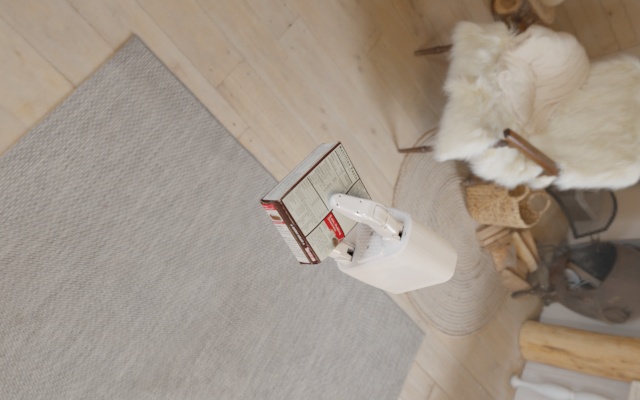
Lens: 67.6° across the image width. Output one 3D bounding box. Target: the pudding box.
[{"bbox_3d":[0.000,0.002,0.526,0.039,0.090,0.113,-5,33,48],"label":"pudding box"}]
